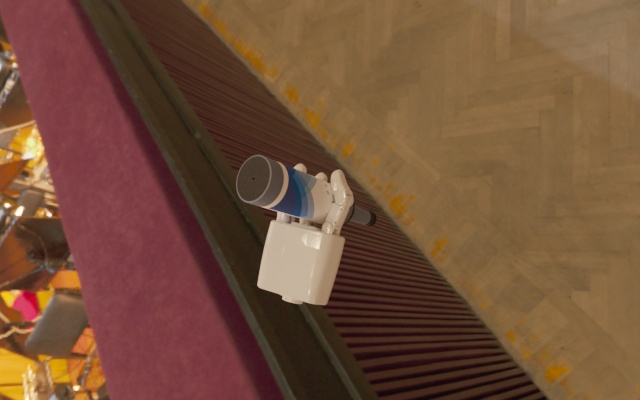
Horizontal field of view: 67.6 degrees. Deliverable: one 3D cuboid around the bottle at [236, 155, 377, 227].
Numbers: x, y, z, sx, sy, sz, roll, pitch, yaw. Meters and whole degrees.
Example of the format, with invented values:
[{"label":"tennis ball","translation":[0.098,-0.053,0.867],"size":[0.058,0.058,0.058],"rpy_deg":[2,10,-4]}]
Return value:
[{"label":"bottle","translation":[0.000,0.002,0.746],"size":[0.069,0.069,0.296],"rpy_deg":[0,-12,39]}]
